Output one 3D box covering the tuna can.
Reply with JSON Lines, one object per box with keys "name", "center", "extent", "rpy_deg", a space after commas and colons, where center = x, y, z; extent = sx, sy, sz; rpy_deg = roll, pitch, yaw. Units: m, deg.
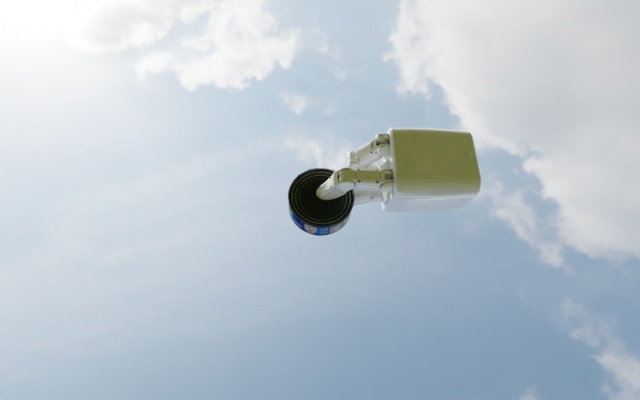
{"name": "tuna can", "center": [0.000, 0.002, 0.625], "extent": [0.086, 0.086, 0.034], "rpy_deg": [0, -28, -4]}
